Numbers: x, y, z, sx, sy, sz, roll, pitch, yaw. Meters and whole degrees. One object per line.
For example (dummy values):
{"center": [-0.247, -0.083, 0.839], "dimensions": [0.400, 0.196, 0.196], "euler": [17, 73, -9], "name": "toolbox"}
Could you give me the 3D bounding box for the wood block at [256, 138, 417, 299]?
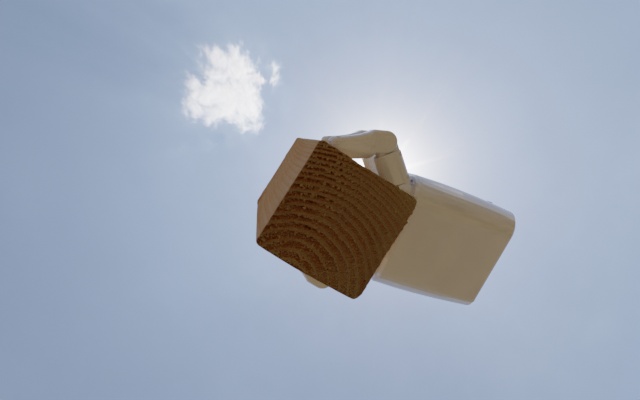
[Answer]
{"center": [0.000, 0.002, 0.445], "dimensions": [0.090, 0.091, 0.206], "euler": [31, 3, -10], "name": "wood block"}
